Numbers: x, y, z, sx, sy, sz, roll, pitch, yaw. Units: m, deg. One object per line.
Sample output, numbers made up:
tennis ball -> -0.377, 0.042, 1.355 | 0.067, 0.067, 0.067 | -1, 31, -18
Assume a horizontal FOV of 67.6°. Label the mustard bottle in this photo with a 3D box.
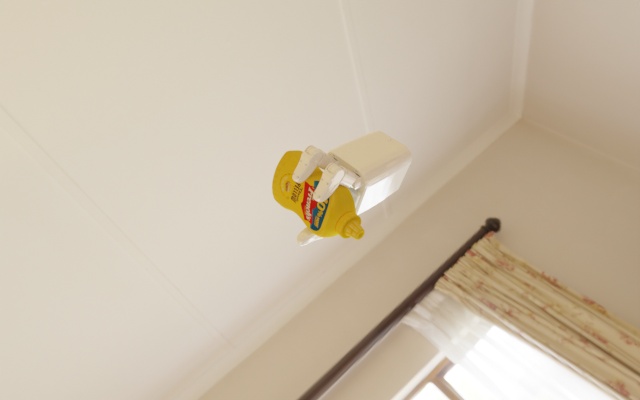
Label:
mustard bottle -> 0.000, 0.002, 0.750 | 0.058, 0.096, 0.191 | -5, 34, -43
